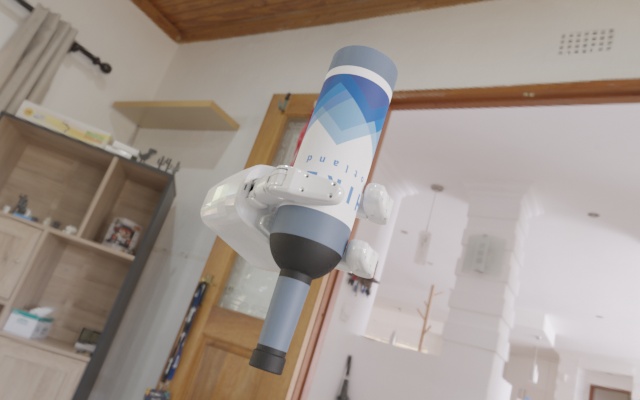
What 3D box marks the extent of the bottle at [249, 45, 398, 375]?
[{"bbox_3d":[0.000,0.001,0.422,0.069,0.295,0.069,16,-19,6],"label":"bottle"}]
